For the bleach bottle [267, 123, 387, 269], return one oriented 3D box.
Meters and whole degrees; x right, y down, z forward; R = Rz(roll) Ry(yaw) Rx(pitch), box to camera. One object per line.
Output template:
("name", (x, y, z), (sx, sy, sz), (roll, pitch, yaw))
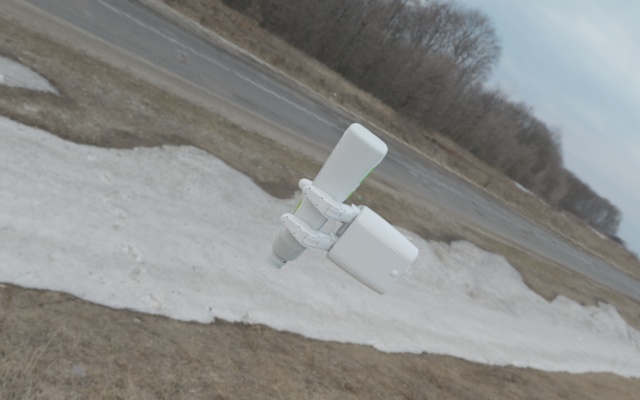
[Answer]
("bleach bottle", (0.000, 0.002, 0.733), (0.068, 0.251, 0.102), (37, 18, 0))
